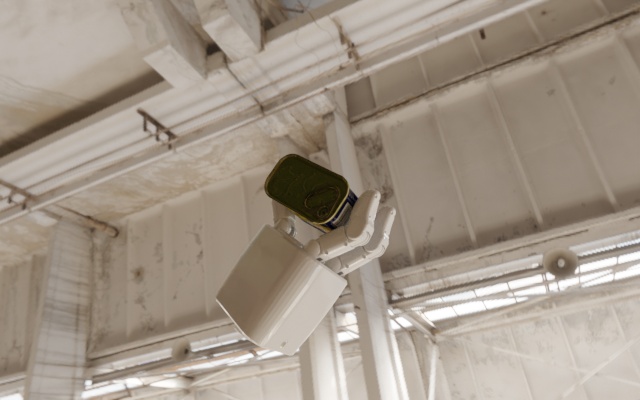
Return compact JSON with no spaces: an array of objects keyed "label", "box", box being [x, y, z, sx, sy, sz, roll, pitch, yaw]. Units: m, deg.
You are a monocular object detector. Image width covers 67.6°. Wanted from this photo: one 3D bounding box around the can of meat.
[{"label":"can of meat","box":[0.000,0.002,0.541,0.102,0.057,0.084,28,-9,34]}]
